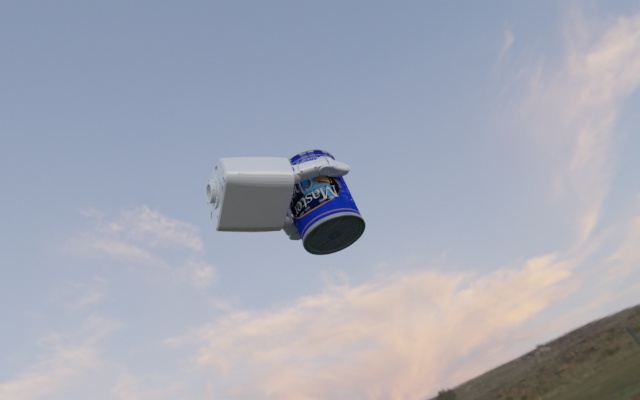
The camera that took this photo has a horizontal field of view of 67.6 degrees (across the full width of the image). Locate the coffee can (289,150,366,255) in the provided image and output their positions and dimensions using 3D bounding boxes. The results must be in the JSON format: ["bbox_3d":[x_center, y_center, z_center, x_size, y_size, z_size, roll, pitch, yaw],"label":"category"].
[{"bbox_3d":[0.000,0.003,0.776,0.103,0.140,0.103,-15,-36,-11],"label":"coffee can"}]
